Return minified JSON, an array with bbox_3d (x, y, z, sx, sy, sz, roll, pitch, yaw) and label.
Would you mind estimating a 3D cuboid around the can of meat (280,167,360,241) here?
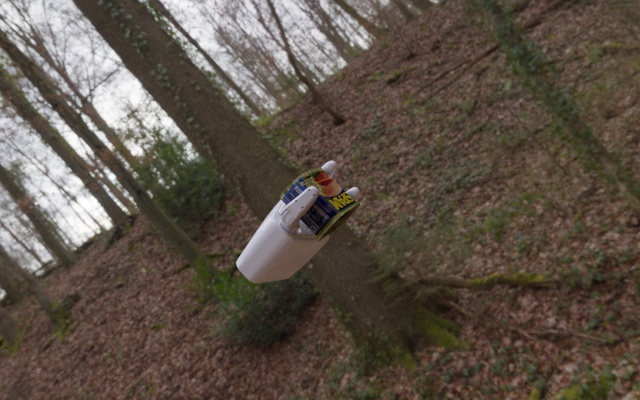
[{"bbox_3d":[0.000,0.002,0.701,0.057,0.084,0.102,-49,-10,25],"label":"can of meat"}]
